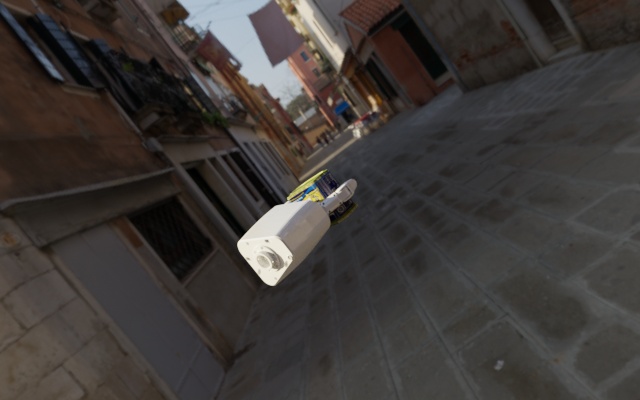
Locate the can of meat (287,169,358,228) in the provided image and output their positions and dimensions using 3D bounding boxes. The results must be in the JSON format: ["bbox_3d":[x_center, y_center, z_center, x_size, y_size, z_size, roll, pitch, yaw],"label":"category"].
[{"bbox_3d":[0.000,0.002,0.834,0.102,0.084,0.057,-31,10,47],"label":"can of meat"}]
